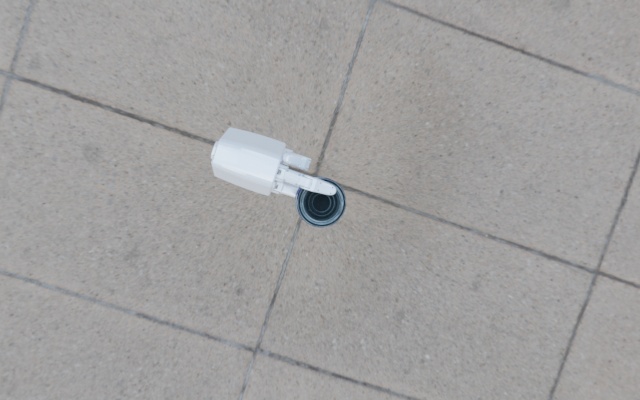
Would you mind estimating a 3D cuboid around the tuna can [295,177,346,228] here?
[{"bbox_3d":[0.000,0.003,0.812,0.086,0.086,0.034,0,5,-8],"label":"tuna can"}]
